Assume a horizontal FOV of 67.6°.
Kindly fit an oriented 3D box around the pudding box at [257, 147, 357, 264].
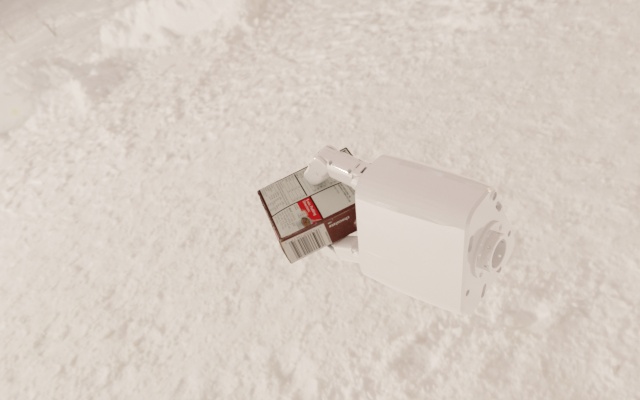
[{"bbox_3d":[0.000,0.002,0.496,0.113,0.039,0.090,-25,41,-5],"label":"pudding box"}]
